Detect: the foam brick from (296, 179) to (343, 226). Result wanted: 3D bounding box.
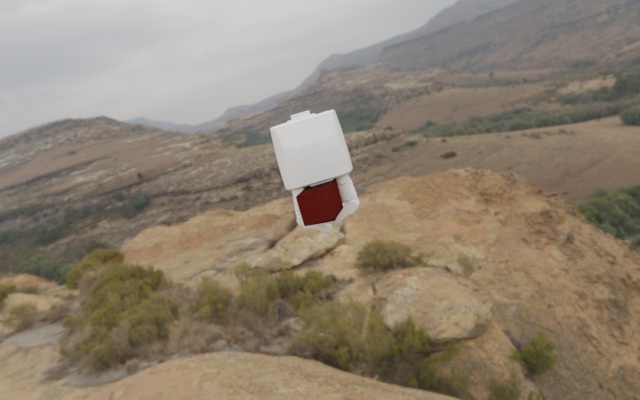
[{"bbox_3d":[0.000,0.003,0.764,0.053,0.051,0.078,-12,12,15],"label":"foam brick"}]
